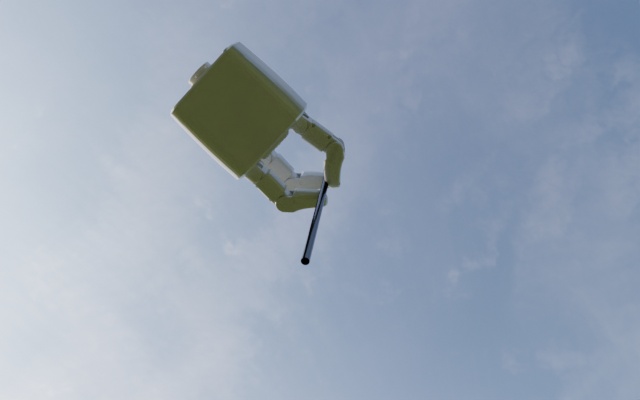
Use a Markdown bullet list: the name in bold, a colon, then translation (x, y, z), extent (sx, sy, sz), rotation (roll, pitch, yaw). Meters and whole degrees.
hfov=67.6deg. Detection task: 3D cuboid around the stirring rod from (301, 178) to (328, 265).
- **stirring rod**: translation (0.000, 0.002, 0.522), extent (0.011, 0.011, 0.239), rotation (0, 25, 7)
